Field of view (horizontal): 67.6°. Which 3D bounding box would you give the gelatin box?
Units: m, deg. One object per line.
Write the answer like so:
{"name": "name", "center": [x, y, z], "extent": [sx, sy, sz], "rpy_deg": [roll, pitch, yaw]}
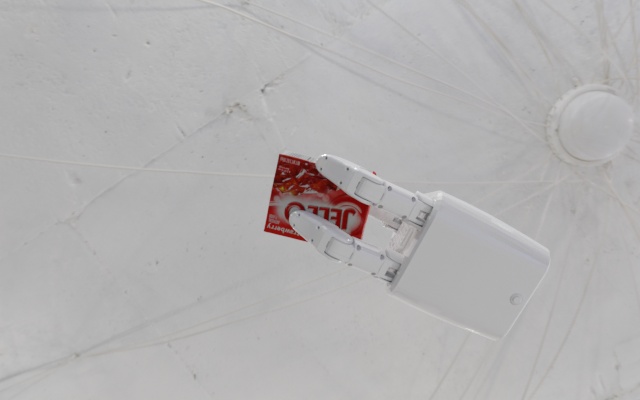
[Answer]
{"name": "gelatin box", "center": [0.000, 0.001, 0.429], "extent": [0.089, 0.073, 0.030], "rpy_deg": [14, 14, 5]}
